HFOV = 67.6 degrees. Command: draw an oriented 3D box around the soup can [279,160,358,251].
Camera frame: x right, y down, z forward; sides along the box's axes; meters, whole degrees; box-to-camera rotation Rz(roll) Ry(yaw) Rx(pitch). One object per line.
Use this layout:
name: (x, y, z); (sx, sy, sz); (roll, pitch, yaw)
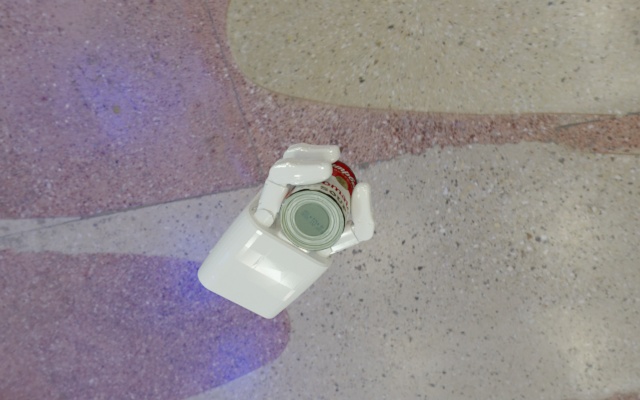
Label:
soup can: (0.000, 0.002, 0.507); (0.068, 0.068, 0.102); (0, 22, 12)
